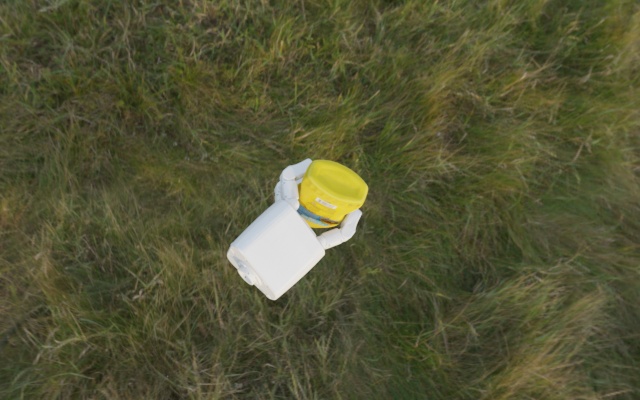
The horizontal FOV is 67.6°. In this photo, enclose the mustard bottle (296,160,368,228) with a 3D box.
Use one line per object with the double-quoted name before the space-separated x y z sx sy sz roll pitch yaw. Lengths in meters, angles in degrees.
"mustard bottle" 0.000 0.002 0.777 0.096 0.058 0.192 24 -24 -8
